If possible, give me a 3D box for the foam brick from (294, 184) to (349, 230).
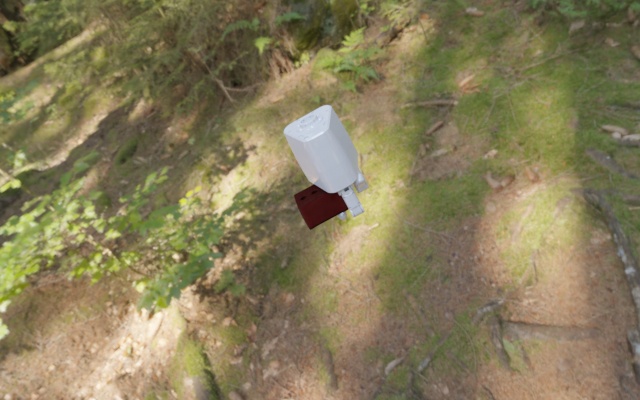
[{"bbox_3d":[0.000,0.003,0.836,0.078,0.051,0.053,-29,30,3],"label":"foam brick"}]
